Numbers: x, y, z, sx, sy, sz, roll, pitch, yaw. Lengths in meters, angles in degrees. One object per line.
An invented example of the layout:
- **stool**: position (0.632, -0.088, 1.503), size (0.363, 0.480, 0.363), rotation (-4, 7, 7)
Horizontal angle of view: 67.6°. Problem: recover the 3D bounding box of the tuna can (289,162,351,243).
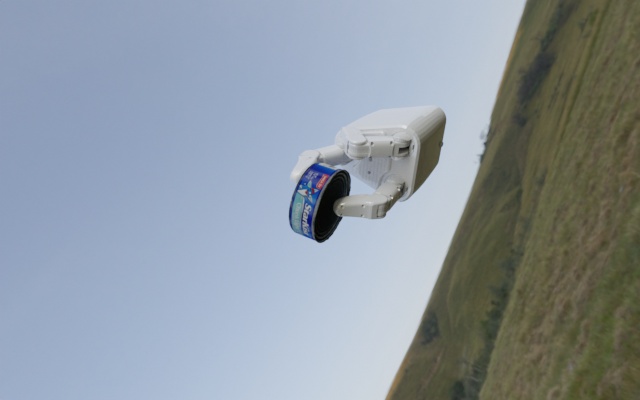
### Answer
- **tuna can**: position (0.000, 0.002, 0.531), size (0.033, 0.086, 0.086), rotation (20, 8, 22)
